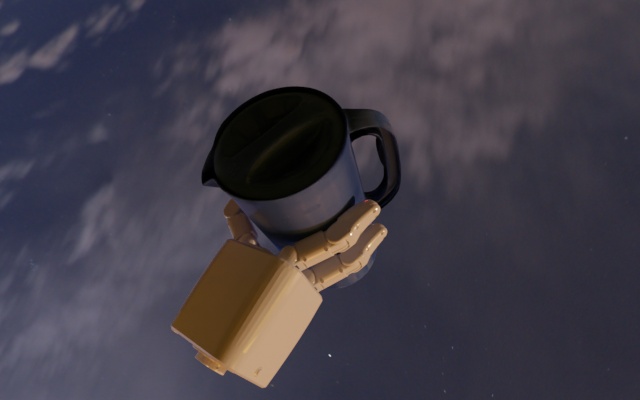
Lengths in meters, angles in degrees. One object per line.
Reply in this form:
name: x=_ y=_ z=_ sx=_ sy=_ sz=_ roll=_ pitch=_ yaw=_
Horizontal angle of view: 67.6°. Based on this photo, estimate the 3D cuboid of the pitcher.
pitcher: x=0.000 y=0.002 z=0.523 sx=0.149 sy=0.145 sz=0.243 roll=22 pitch=-22 yaw=29
